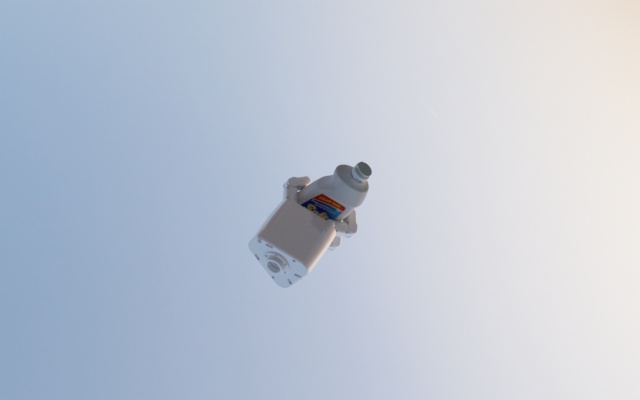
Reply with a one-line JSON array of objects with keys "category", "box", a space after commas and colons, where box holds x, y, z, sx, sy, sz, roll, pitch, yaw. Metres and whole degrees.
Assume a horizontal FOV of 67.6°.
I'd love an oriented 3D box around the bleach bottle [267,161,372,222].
[{"category": "bleach bottle", "box": [0.000, 0.003, 0.868, 0.251, 0.102, 0.068, -42, 8, 44]}]
